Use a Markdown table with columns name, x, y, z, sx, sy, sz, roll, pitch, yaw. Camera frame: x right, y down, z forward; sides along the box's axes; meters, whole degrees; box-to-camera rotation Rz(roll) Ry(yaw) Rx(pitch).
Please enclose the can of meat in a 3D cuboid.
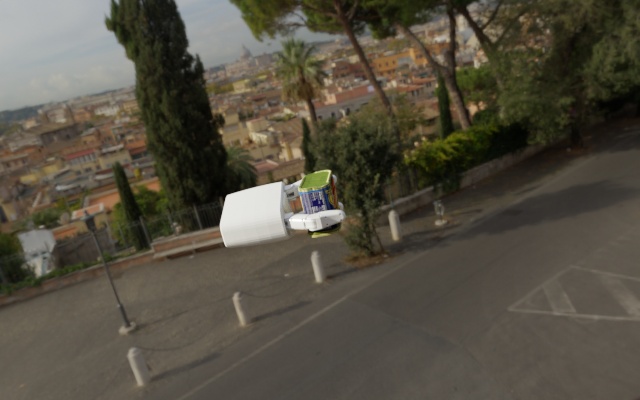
| name | x | y | z | sx | sy | sz | roll | pitch | yaw |
| --- | --- | --- | --- | --- | --- | --- | --- | --- | --- |
| can of meat | 0.000 | 0.002 | 0.805 | 0.057 | 0.084 | 0.102 | -10 | 18 | 9 |
